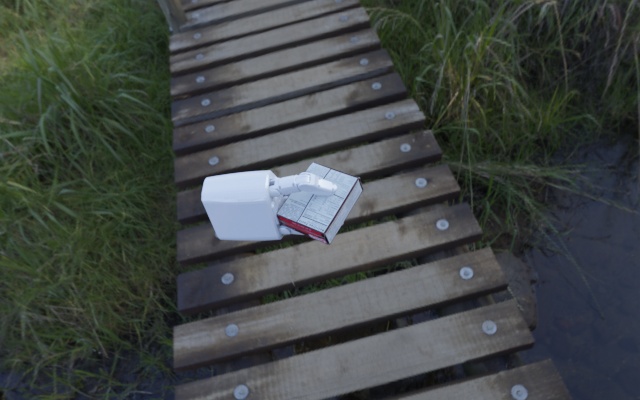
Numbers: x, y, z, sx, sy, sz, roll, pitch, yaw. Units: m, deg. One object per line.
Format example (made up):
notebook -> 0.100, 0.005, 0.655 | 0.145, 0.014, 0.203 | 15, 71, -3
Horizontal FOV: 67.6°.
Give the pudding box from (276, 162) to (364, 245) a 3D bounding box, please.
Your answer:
pudding box -> 0.000, 0.002, 0.734 | 0.090, 0.113, 0.039 | 22, -23, 26
